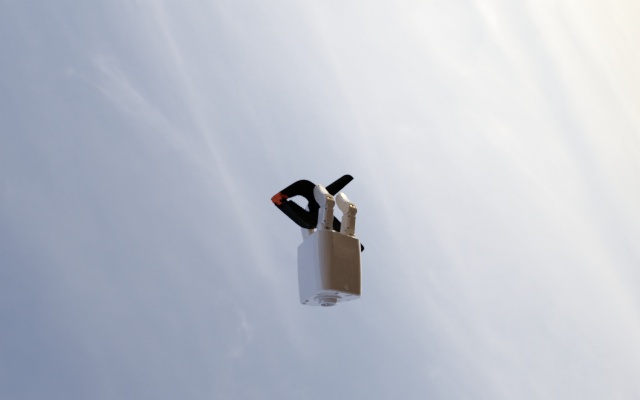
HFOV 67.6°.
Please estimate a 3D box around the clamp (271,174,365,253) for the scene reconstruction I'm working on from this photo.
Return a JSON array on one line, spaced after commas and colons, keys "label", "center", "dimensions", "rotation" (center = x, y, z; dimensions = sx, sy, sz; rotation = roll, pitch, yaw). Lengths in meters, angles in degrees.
[{"label": "clamp", "center": [-0.001, 0.003, 0.895], "dimensions": [0.210, 0.164, 0.036], "rotation": [19, -33, -37]}]
